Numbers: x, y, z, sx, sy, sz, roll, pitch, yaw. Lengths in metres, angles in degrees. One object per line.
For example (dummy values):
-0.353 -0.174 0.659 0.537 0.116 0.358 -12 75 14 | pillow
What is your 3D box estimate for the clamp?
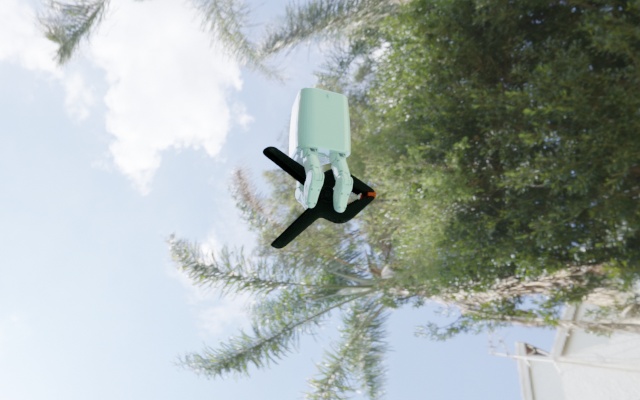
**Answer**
0.000 0.003 0.800 0.210 0.164 0.036 7 -12 -28 | clamp
